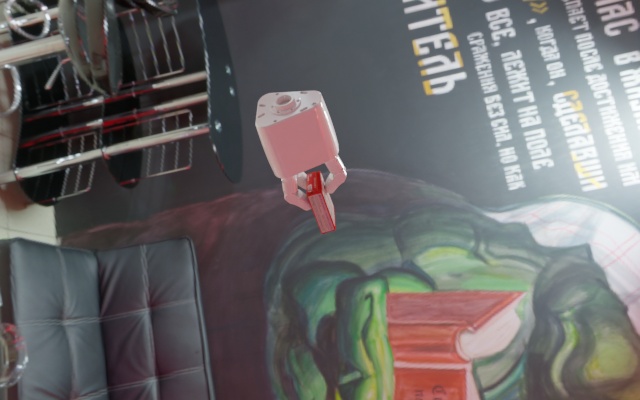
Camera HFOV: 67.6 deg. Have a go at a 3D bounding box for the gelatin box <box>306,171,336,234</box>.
[{"bbox_3d":[0.001,0.003,0.854,0.030,0.089,0.073,-16,31,8],"label":"gelatin box"}]
